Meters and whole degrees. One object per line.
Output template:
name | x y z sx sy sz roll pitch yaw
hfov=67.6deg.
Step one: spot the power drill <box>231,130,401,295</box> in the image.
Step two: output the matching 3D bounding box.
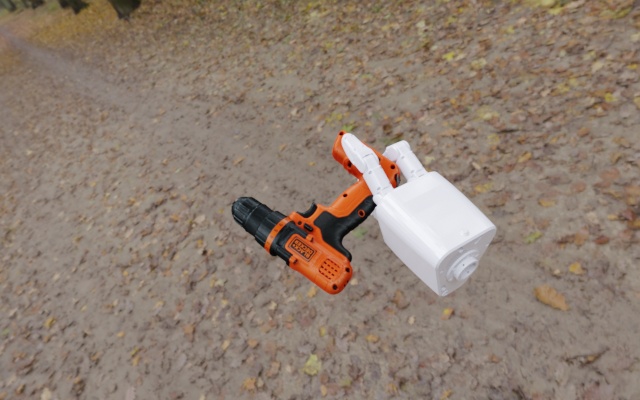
power drill | 0.001 0.002 0.625 0.184 0.187 0.057 35 -11 15
